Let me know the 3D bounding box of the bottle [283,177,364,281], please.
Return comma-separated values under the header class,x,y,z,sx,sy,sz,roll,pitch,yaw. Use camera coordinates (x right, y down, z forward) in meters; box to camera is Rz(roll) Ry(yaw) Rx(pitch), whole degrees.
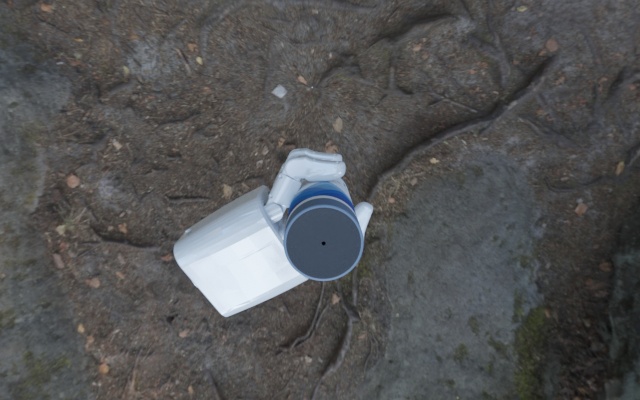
class,x,y,z,sx,sy,sz,roll,pitch,yaw
bottle,0.000,0.002,0.535,0.069,0.069,0.295,0,13,-1
